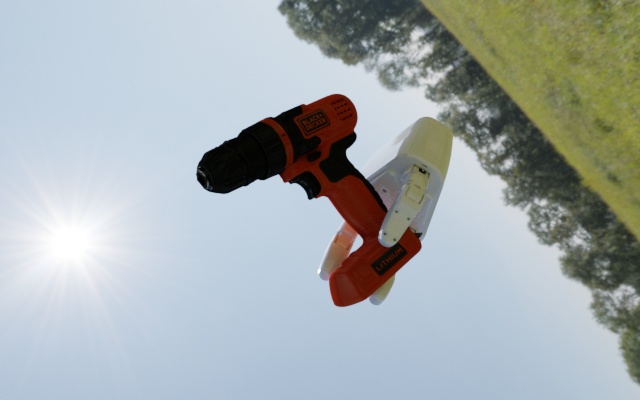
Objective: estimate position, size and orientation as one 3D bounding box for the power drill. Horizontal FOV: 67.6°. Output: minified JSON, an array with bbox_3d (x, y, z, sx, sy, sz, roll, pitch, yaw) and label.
[{"bbox_3d":[0.000,0.002,0.449,0.184,0.187,0.057,-32,2,-34],"label":"power drill"}]
